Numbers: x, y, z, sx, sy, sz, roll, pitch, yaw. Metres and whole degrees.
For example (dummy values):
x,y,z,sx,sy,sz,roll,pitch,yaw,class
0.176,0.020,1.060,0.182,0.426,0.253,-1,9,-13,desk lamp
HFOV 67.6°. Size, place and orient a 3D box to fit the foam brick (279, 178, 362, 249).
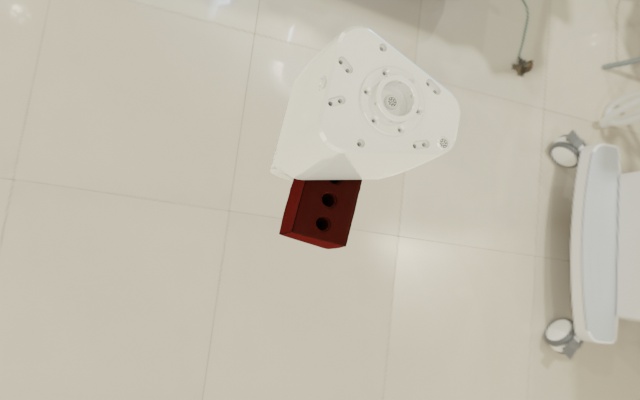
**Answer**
x,y,z,sx,sy,sz,roll,pitch,yaw,class
0.000,0.002,0.444,0.053,0.078,0.051,17,-10,-17,foam brick
